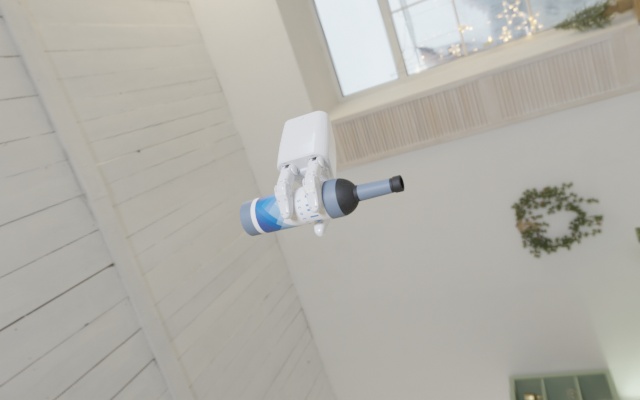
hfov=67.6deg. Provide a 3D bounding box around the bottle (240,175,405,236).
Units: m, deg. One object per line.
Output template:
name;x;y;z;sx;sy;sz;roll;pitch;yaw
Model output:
bottle;0.000;0.003;0.827;0.296;0.069;0.069;-13;-6;24
